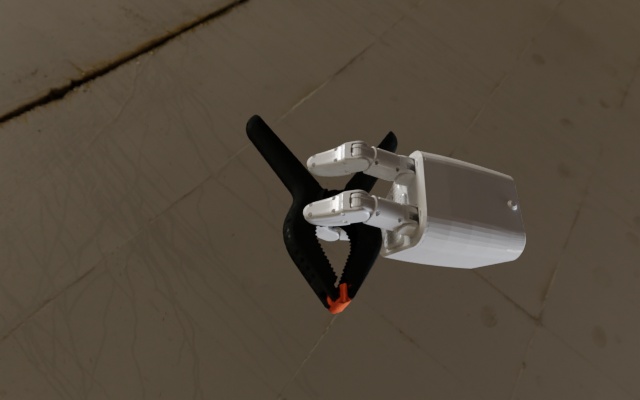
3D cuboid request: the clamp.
[{"bbox_3d":[0.000,0.002,0.462,0.164,0.209,0.036,10,-33,-10],"label":"clamp"}]
